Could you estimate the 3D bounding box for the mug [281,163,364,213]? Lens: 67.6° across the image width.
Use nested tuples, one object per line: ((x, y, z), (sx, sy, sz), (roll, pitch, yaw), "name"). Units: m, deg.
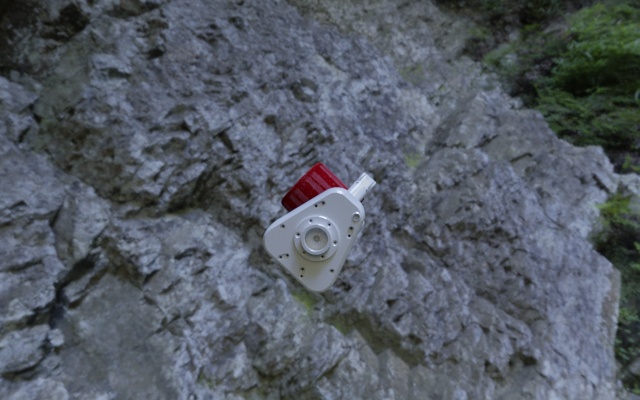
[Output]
((0.000, 0.002, 0.679), (0.081, 0.093, 0.117), (44, 1, 1), "mug")
